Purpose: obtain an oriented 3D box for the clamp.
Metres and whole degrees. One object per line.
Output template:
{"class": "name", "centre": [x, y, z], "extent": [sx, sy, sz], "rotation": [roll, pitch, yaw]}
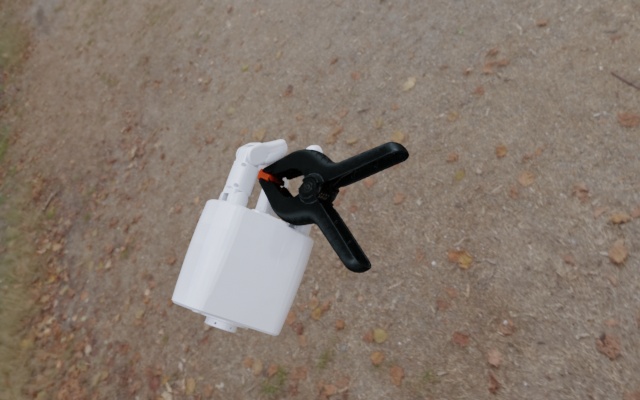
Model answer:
{"class": "clamp", "centre": [0.000, 0.001, 0.466], "extent": [0.171, 0.120, 0.039], "rotation": [4, -18, 43]}
